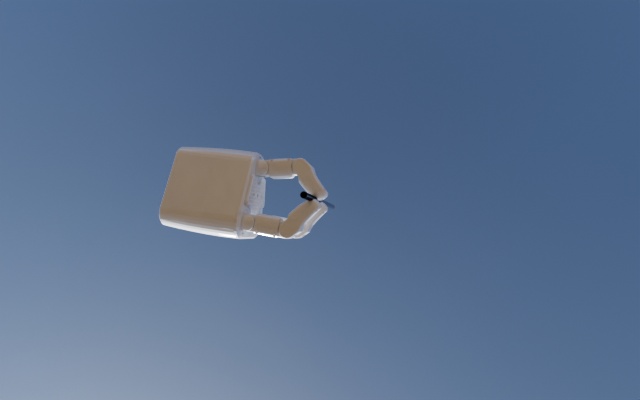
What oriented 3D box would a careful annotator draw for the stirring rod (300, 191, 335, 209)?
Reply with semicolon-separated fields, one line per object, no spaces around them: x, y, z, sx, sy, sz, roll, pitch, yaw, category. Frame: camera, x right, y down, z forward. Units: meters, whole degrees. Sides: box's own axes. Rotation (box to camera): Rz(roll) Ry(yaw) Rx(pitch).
0.000;0.002;0.643;0.011;0.011;0.239;0;-4;9;stirring rod
